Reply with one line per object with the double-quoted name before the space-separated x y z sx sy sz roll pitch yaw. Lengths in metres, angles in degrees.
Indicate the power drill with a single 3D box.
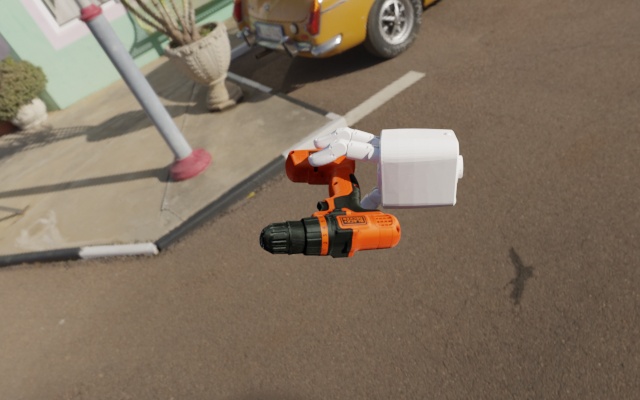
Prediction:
"power drill" 0.000 0.002 0.668 0.184 0.057 0.187 -1 42 -14
